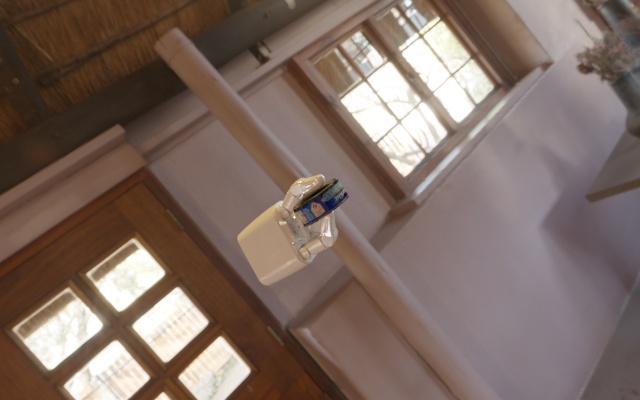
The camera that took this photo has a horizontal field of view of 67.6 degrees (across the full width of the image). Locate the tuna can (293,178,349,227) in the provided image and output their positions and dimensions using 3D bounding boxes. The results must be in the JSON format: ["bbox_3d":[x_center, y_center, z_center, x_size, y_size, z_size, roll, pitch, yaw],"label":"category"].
[{"bbox_3d":[0.000,0.002,0.735,0.086,0.034,0.086,-35,7,5],"label":"tuna can"}]
